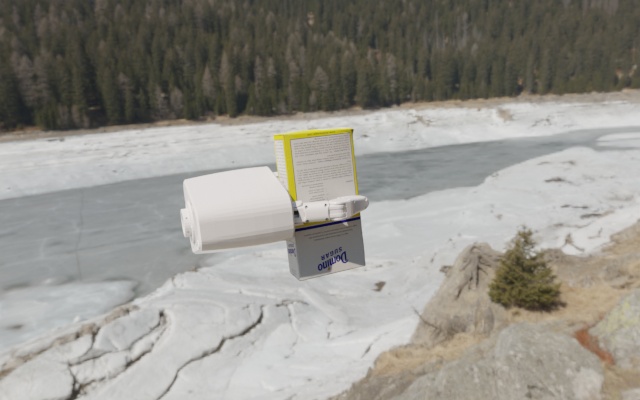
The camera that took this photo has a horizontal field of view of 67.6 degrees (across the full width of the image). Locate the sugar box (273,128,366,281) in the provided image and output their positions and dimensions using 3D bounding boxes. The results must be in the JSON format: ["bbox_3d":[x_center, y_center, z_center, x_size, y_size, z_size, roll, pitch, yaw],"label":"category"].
[{"bbox_3d":[0.000,0.002,0.588,0.093,0.176,0.048,-9,12,-22],"label":"sugar box"}]
